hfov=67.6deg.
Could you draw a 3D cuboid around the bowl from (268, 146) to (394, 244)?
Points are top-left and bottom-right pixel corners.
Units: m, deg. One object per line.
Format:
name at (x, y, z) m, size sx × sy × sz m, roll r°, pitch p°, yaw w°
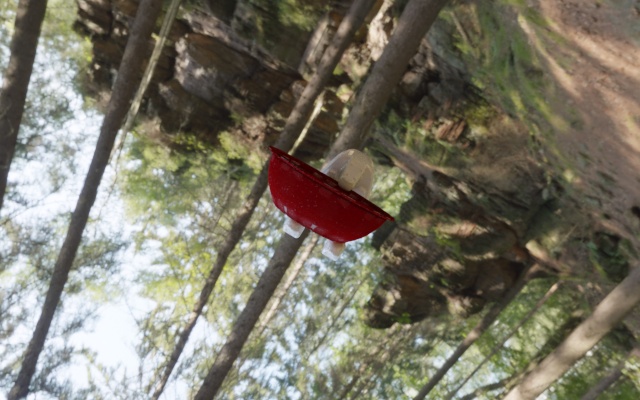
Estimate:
bowl at (-0.001, 0.002, 0.536) m, size 0.162 × 0.055 × 0.162 m, roll 30°, pitch 5°, yaw -3°
